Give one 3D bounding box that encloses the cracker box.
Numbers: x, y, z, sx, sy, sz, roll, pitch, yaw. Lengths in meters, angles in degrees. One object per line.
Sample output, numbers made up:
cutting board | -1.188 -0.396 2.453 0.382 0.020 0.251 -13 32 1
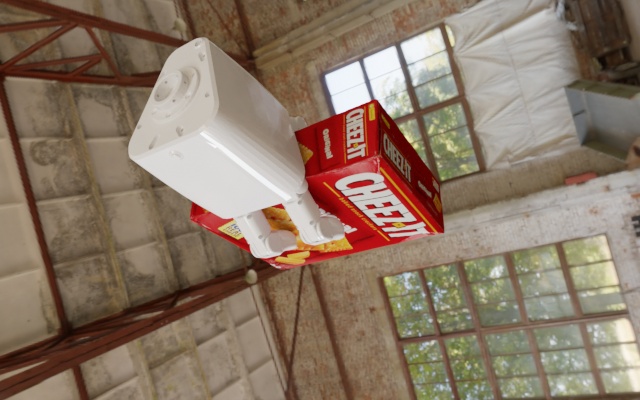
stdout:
cracker box | 0.000 0.002 0.502 0.214 0.072 0.164 -16 -34 28
